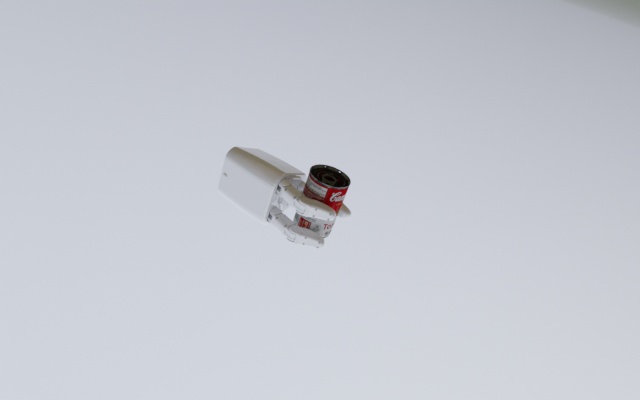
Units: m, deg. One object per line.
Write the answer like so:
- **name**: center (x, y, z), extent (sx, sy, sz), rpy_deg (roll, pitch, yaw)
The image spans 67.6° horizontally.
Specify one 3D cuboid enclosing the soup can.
- **soup can**: center (0.001, 0.003, 0.769), extent (0.068, 0.102, 0.068), rpy_deg (15, 29, -9)
